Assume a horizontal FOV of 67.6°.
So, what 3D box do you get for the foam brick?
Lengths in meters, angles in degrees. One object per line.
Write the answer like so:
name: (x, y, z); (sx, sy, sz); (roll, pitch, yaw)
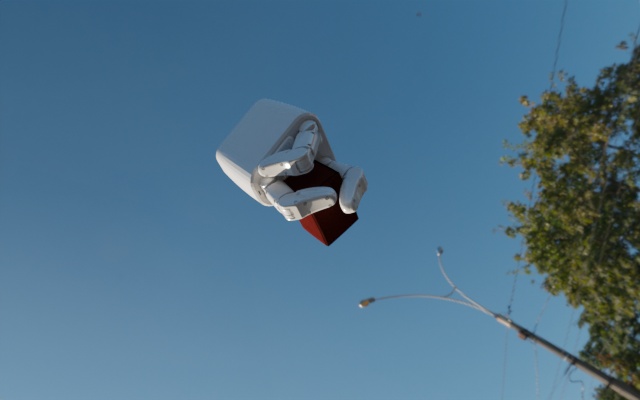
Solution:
foam brick: (0.000, 0.002, 0.551); (0.053, 0.078, 0.051); (-39, 40, -18)
